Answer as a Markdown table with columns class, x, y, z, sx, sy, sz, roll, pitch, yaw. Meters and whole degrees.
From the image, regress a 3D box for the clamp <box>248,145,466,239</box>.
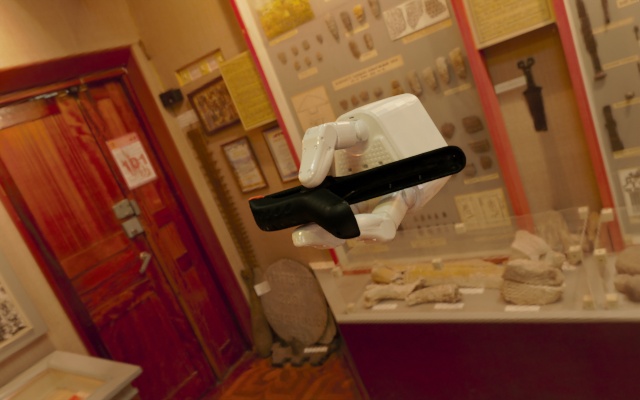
| class | x | y | z | sx | sy | sz | roll | pitch | yaw |
| --- | --- | --- | --- | --- | --- | --- | --- | --- | --- |
| clamp | 0.000 | 0.001 | 0.413 | 0.210 | 0.036 | 0.164 | -11 | 11 | 39 |
